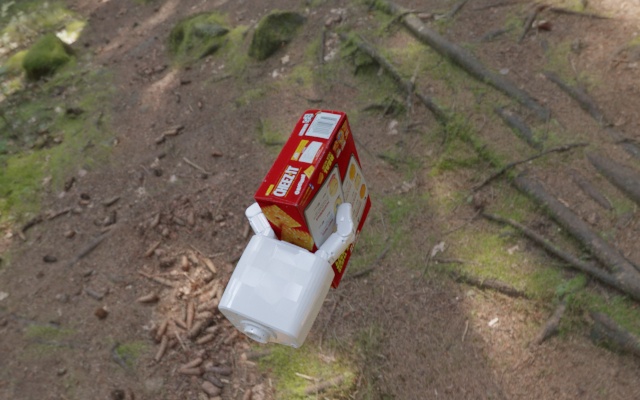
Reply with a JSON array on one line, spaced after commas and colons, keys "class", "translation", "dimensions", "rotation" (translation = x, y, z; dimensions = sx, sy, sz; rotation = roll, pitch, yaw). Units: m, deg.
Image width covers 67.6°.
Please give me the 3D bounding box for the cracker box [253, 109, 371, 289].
[{"class": "cracker box", "translation": [0.000, 0.002, 0.689], "dimensions": [0.072, 0.164, 0.214], "rotation": [11, -33, 25]}]
